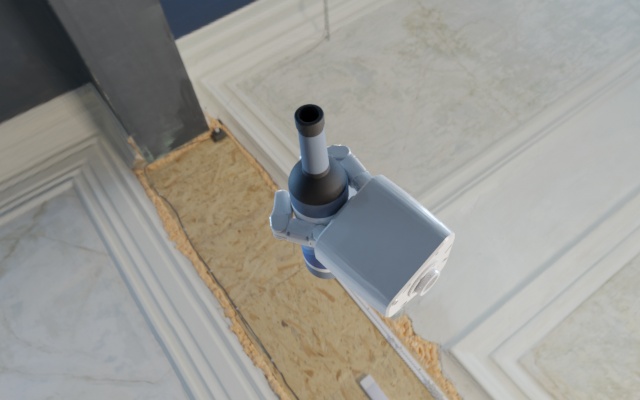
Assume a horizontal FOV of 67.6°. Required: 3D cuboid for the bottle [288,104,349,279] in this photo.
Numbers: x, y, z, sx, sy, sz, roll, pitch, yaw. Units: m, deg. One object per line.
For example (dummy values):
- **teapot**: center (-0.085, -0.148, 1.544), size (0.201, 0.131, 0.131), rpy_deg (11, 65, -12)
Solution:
- **bottle**: center (0.000, 0.002, 0.555), size (0.069, 0.069, 0.296), rpy_deg (0, -33, 5)
